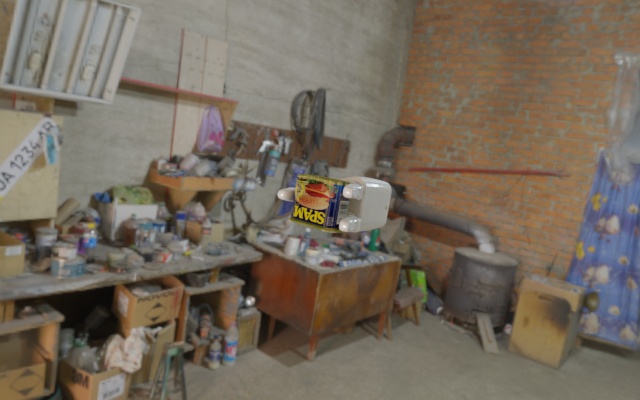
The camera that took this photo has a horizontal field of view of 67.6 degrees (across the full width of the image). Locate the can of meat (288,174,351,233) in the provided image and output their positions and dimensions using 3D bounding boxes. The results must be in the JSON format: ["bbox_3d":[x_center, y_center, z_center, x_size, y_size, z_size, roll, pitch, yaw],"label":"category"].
[{"bbox_3d":[0.000,0.002,0.805,0.102,0.084,0.057,14,7,40],"label":"can of meat"}]
